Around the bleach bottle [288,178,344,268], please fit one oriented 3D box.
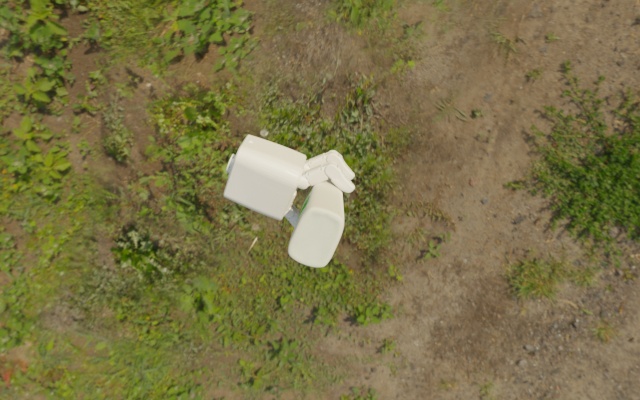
[{"bbox_3d":[0.000,0.003,0.802,0.068,0.103,0.250,21,24,-6],"label":"bleach bottle"}]
